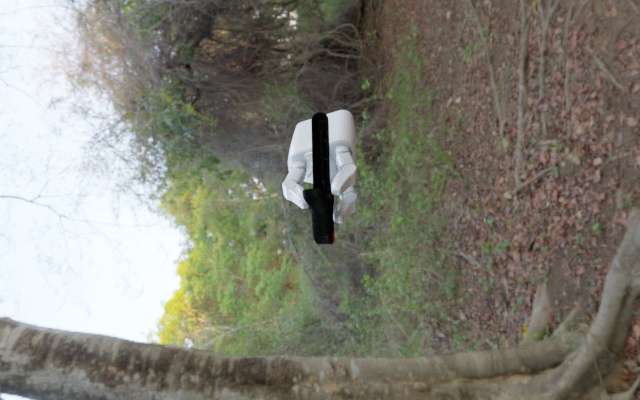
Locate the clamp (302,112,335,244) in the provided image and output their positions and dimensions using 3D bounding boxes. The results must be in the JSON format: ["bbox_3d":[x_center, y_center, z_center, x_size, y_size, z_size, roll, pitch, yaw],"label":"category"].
[{"bbox_3d":[-0.001,0.003,0.694,0.036,0.210,0.164,1,41,6],"label":"clamp"}]
